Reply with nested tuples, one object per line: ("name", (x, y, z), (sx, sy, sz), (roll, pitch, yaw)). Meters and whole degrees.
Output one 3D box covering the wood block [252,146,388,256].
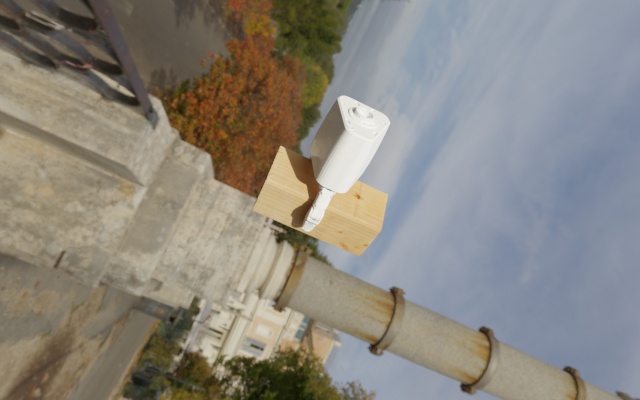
("wood block", (0.000, 0.003, 0.826), (0.206, 0.090, 0.090), (24, -42, -7))
